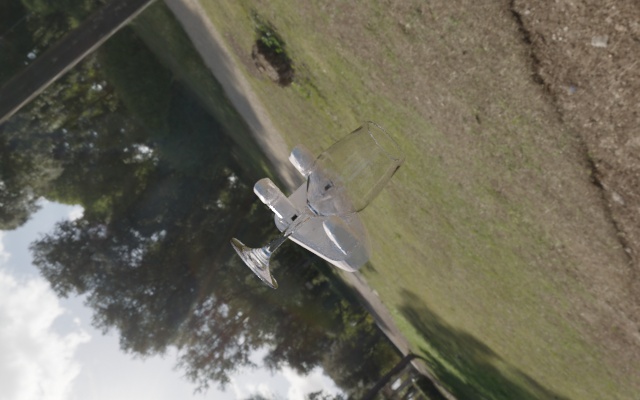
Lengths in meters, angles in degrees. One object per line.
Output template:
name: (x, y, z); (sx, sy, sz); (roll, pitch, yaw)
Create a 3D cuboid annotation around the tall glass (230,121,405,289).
tall glass: (0.000, 0.002, 0.528); (0.201, 0.079, 0.079); (-43, 2, -2)
